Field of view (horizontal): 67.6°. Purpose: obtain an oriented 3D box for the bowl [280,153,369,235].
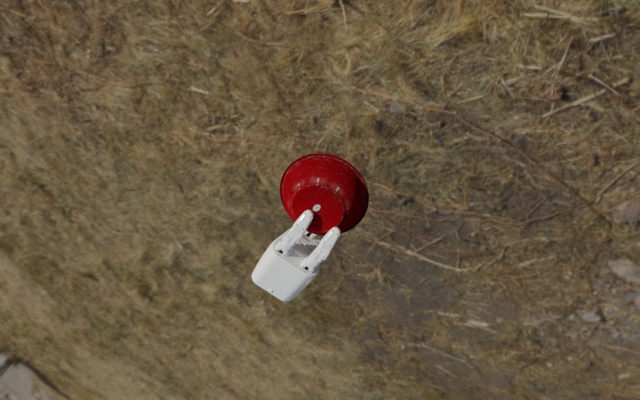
[{"bbox_3d":[0.000,0.002,0.820,0.162,0.162,0.055,0,27,14],"label":"bowl"}]
